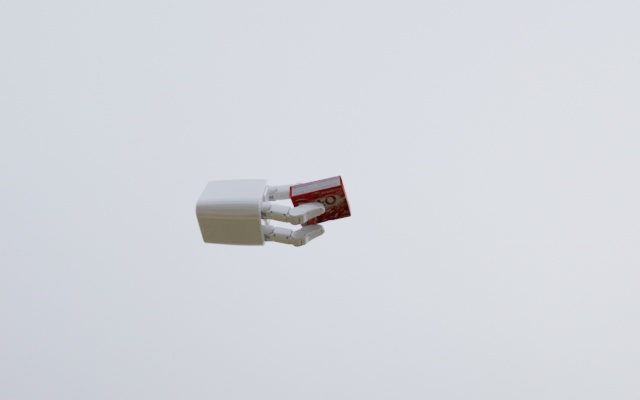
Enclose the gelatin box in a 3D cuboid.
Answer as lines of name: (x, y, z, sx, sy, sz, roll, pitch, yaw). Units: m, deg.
gelatin box: (0.000, 0.002, 0.790, 0.089, 0.073, 0.030, -13, 42, 7)
